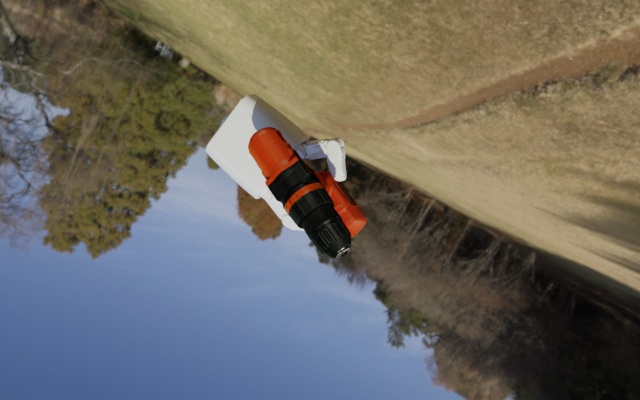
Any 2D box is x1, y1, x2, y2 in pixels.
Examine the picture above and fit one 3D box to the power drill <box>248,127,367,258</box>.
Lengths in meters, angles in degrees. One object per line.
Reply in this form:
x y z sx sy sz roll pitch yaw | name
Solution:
0.000 0.002 0.612 0.057 0.184 0.188 -37 -22 8 | power drill
